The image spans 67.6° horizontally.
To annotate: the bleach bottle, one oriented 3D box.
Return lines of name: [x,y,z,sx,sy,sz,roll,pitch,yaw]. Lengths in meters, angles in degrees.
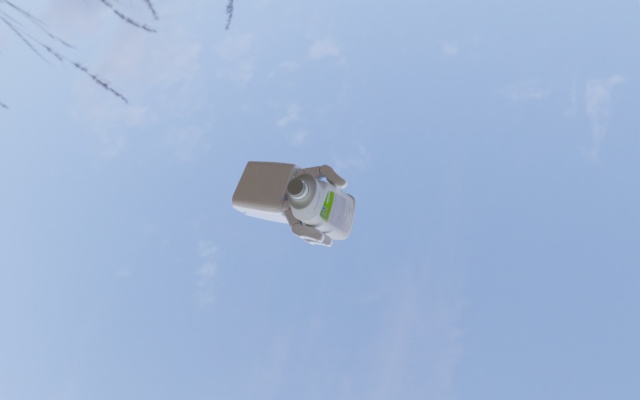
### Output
bleach bottle: [0.000,0.003,0.876,0.068,0.102,0.251,6,-13,20]
